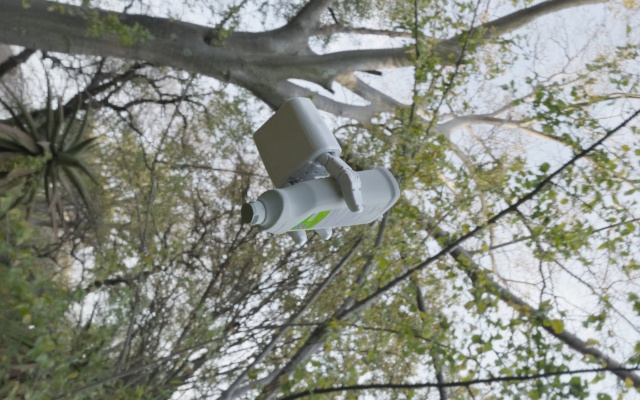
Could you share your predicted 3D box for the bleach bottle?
[{"bbox_3d":[0.000,0.002,0.698,0.251,0.068,0.103,-6,-31,-43],"label":"bleach bottle"}]
